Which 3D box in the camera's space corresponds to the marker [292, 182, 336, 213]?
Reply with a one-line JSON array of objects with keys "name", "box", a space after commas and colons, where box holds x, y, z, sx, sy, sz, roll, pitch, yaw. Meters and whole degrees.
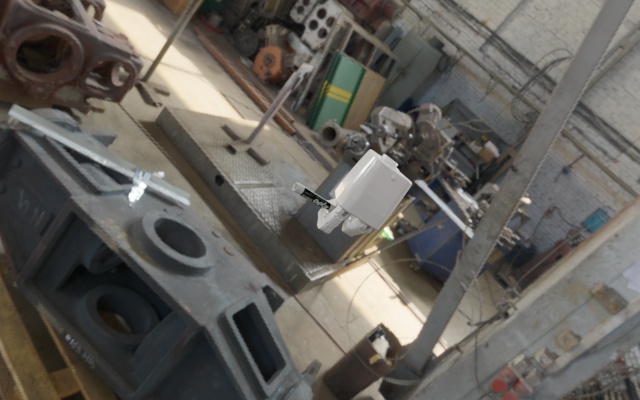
[{"name": "marker", "box": [0.000, 0.003, 0.898, 0.121, 0.020, 0.020, 32, -15, -26]}]
